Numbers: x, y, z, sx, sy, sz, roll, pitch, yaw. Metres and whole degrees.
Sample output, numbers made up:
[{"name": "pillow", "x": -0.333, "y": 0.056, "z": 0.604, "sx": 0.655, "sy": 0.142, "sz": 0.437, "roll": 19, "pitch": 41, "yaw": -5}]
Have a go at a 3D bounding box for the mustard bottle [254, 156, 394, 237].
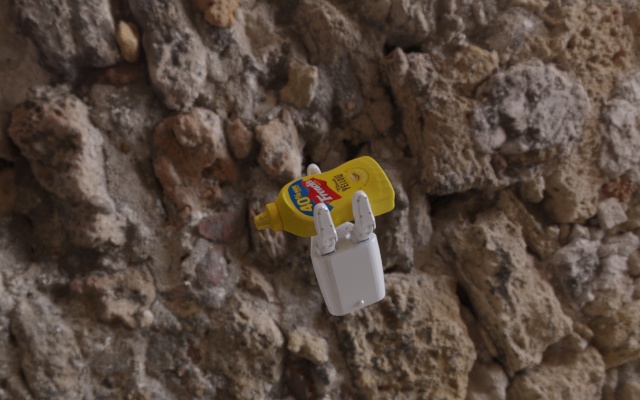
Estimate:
[{"name": "mustard bottle", "x": 0.000, "y": 0.002, "z": 0.674, "sx": 0.191, "sy": 0.096, "sz": 0.058, "roll": -19, "pitch": -41, "yaw": -10}]
